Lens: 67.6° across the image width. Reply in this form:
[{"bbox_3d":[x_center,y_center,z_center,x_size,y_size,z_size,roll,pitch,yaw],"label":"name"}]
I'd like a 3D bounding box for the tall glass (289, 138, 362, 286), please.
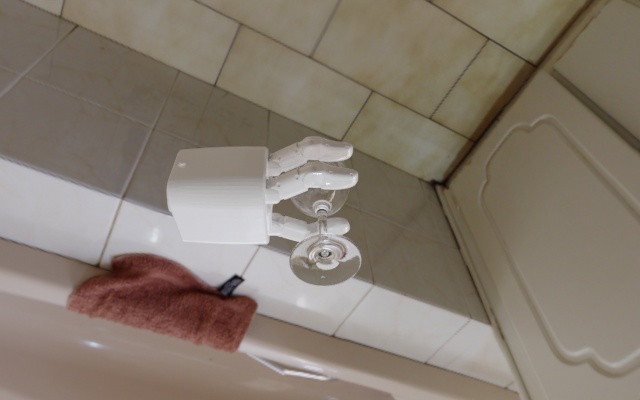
[{"bbox_3d":[0.000,0.002,0.564,0.079,0.079,0.200,0,37,-3],"label":"tall glass"}]
